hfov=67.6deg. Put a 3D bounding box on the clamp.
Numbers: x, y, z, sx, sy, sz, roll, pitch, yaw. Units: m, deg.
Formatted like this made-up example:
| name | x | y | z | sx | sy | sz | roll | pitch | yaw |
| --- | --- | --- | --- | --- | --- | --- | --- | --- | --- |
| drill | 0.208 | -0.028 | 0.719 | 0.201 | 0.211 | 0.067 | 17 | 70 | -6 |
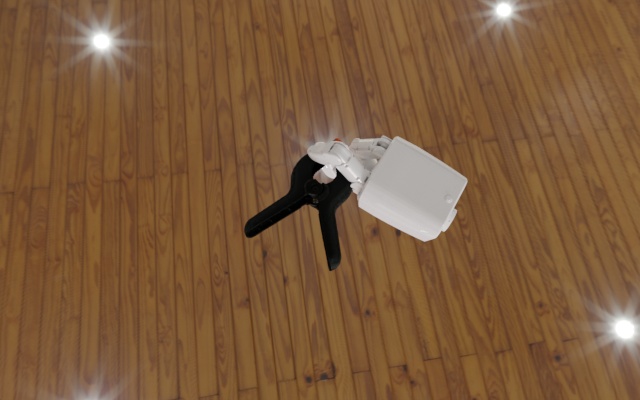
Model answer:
| name | x | y | z | sx | sy | sz | roll | pitch | yaw |
| --- | --- | --- | --- | --- | --- | --- | --- | --- | --- |
| clamp | 0.000 | 0.002 | 0.588 | 0.120 | 0.171 | 0.039 | 31 | -21 | 7 |
